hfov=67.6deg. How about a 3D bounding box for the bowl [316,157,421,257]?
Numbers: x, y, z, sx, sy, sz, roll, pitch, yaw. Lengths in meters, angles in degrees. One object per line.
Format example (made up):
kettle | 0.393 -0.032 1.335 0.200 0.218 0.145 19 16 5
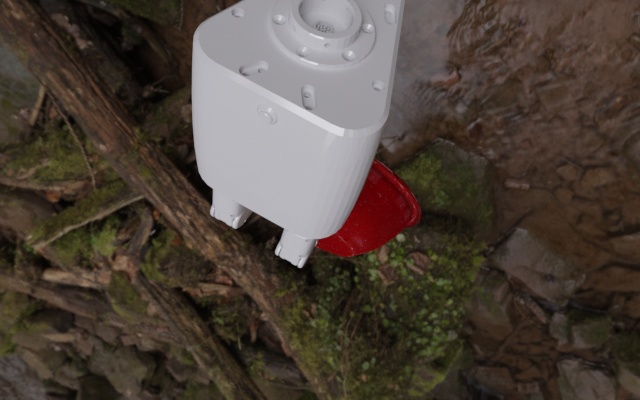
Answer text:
bowl | 0.000 0.002 0.407 0.162 0.055 0.162 27 -16 9
